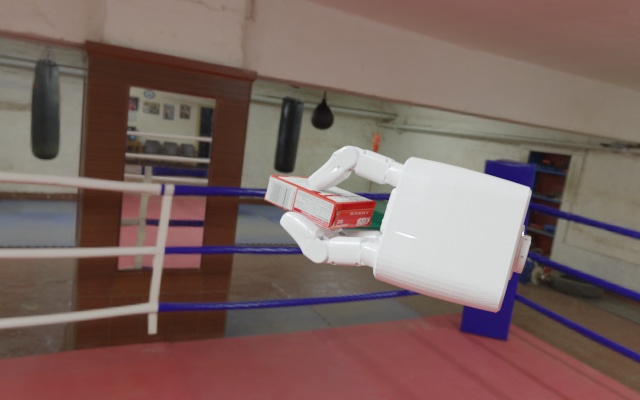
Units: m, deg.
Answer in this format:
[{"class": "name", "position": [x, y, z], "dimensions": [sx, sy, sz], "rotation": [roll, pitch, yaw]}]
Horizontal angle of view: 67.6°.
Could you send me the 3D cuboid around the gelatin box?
[{"class": "gelatin box", "position": [0.000, 0.001, 0.487], "dimensions": [0.089, 0.030, 0.073], "rotation": [23, 13, 33]}]
